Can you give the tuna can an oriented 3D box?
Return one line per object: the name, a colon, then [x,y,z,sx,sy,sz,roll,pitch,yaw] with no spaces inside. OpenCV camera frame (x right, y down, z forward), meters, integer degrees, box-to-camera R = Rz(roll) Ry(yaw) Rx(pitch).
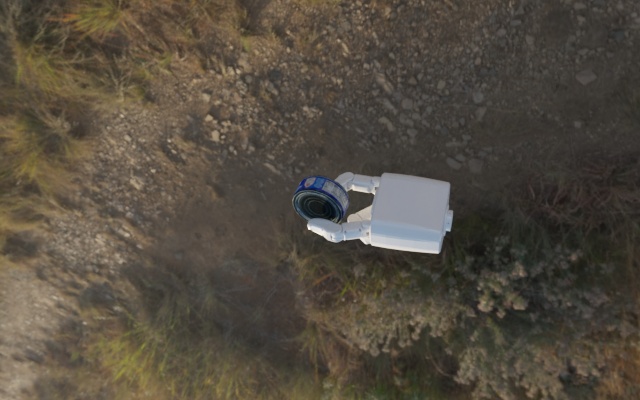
tuna can: [0.000,0.003,0.749,0.086,0.033,0.086,15,-40,13]
